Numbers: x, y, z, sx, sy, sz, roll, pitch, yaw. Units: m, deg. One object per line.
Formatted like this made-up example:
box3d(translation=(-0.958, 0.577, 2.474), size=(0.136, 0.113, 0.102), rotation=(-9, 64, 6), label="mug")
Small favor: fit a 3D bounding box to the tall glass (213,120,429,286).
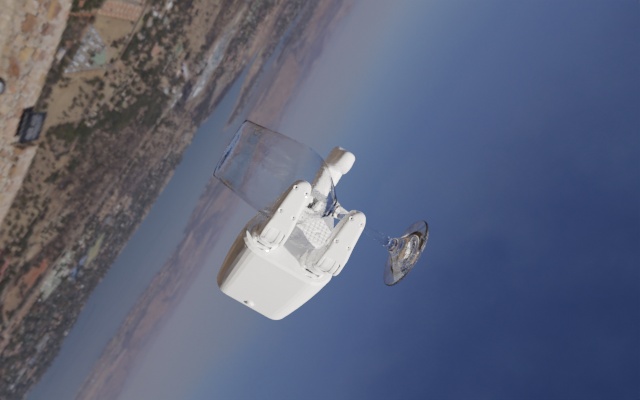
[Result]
box3d(translation=(0.001, 0.002, 0.459), size=(0.201, 0.079, 0.079), rotation=(31, -5, -8), label="tall glass")
